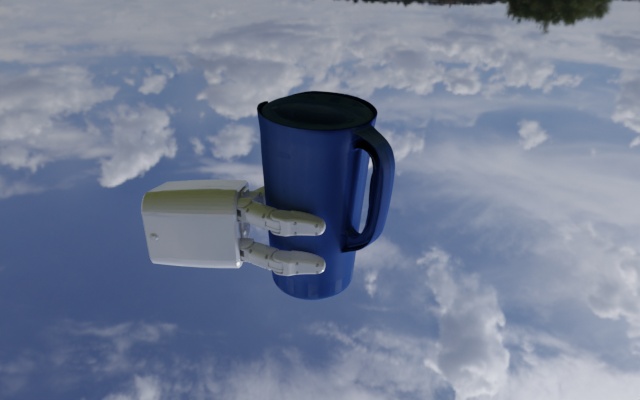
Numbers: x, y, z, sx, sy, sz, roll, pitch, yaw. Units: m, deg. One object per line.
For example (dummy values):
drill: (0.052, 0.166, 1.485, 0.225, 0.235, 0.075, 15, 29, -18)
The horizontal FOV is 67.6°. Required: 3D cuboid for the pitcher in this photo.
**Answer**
pitcher: (0.000, 0.002, 0.574, 0.145, 0.243, 0.149, 0, 29, -2)
